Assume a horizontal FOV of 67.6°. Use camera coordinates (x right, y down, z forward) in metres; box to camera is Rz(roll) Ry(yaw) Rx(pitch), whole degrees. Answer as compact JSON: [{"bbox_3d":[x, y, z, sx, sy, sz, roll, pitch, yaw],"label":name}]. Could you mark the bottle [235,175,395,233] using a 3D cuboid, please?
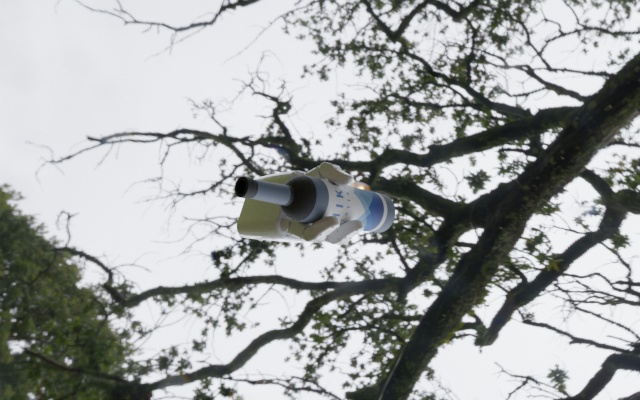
[{"bbox_3d":[0.000,0.002,0.703,0.069,0.069,0.296,0,-8,43],"label":"bottle"}]
